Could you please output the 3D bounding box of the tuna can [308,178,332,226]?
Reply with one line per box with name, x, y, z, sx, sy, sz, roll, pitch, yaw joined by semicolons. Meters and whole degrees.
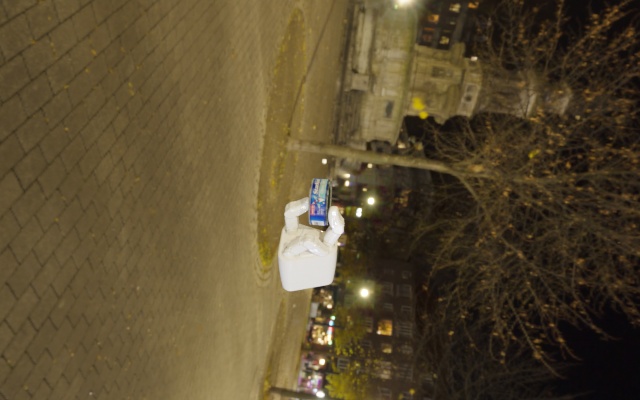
tuna can;0.001;0.003;0.871;0.034;0.086;0.086;4;0;6
